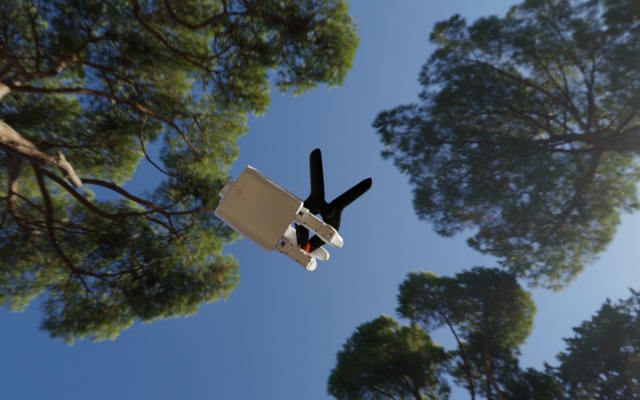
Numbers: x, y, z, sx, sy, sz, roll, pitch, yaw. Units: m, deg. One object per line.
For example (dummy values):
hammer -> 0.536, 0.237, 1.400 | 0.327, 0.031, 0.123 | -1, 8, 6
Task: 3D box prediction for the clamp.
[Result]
clamp -> 0.000, 0.003, 0.790 | 0.120, 0.171, 0.039 | 35, -11, -12
